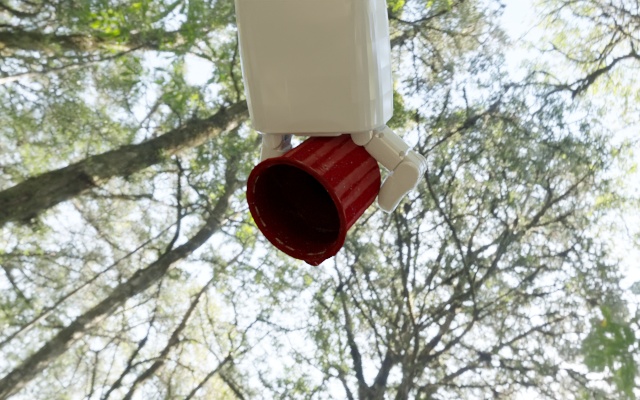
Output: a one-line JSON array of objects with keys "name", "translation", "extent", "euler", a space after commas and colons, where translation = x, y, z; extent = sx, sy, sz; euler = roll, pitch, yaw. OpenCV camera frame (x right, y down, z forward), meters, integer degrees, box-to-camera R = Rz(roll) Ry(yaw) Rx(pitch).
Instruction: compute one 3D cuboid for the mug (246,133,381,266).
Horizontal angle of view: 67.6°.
[{"name": "mug", "translation": [0.000, 0.003, 0.406], "extent": [0.093, 0.117, 0.081], "euler": [12, 34, 28]}]
